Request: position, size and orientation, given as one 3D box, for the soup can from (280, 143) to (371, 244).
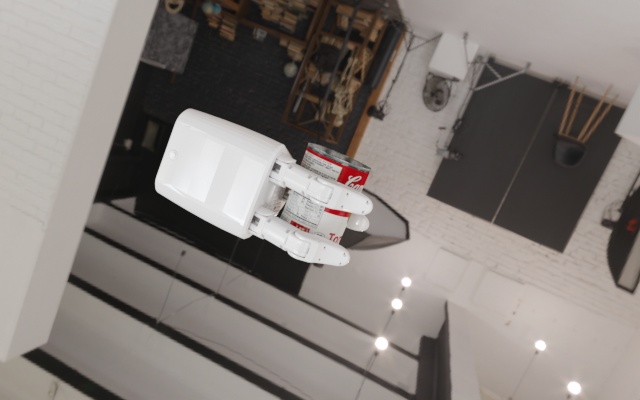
[{"bbox_3d":[0.000,0.002,0.482,0.068,0.102,0.068,22,10,-4],"label":"soup can"}]
